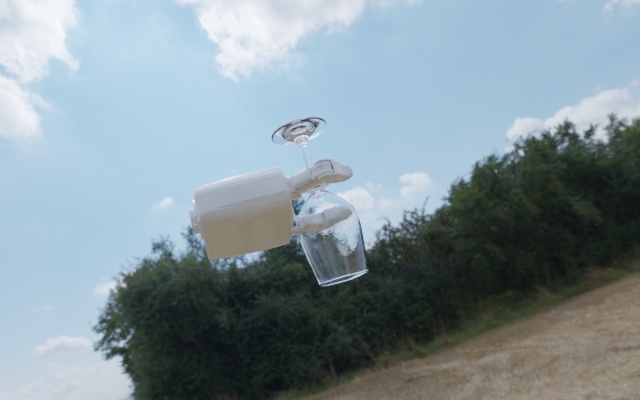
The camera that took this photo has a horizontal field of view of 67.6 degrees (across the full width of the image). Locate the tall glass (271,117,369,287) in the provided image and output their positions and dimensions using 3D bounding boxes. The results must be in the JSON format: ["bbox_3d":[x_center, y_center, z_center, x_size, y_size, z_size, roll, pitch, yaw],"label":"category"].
[{"bbox_3d":[0.000,0.001,0.594,0.079,0.201,0.079,-16,-15,-4],"label":"tall glass"}]
